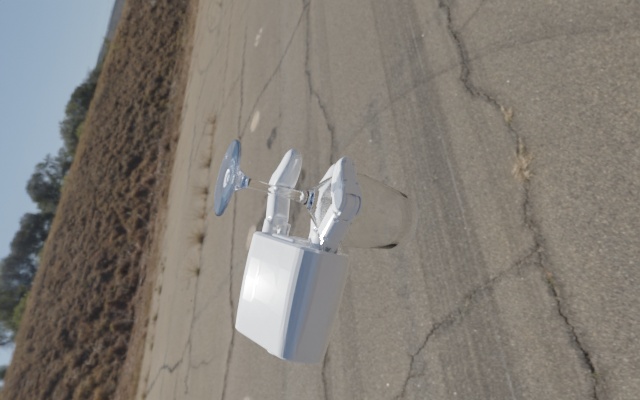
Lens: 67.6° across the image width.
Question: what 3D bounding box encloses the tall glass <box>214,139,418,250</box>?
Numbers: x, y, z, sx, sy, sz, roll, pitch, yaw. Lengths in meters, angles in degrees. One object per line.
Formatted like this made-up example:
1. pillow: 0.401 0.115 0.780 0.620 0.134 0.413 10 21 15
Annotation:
1. tall glass: 0.000 0.001 0.485 0.201 0.079 0.079 14 -6 -23
